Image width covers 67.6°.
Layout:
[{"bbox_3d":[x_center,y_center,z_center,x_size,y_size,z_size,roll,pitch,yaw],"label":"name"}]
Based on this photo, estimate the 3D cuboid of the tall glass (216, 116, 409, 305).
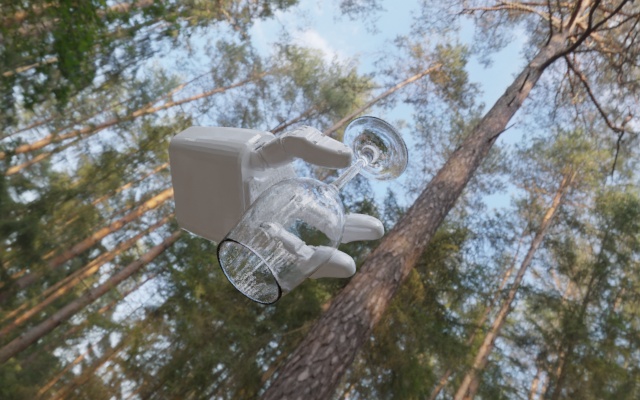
[{"bbox_3d":[0.001,0.001,0.418,0.079,0.079,0.201,0,32,40],"label":"tall glass"}]
